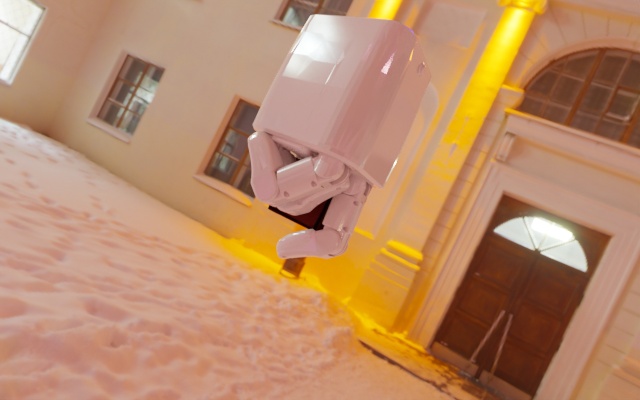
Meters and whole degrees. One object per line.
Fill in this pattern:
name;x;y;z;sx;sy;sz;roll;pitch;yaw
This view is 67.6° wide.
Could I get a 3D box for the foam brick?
foam brick;0.000;0.002;0.434;0.053;0.051;0.078;25;-2;25
